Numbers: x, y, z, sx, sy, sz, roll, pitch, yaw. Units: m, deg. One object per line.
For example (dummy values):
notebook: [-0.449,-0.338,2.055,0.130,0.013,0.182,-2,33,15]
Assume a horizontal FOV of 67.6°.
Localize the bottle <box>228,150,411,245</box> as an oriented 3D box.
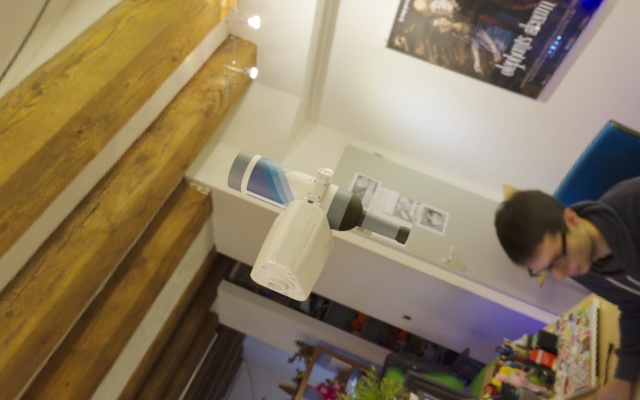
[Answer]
bottle: [0.000,0.002,0.760,0.295,0.069,0.069,22,2,6]
